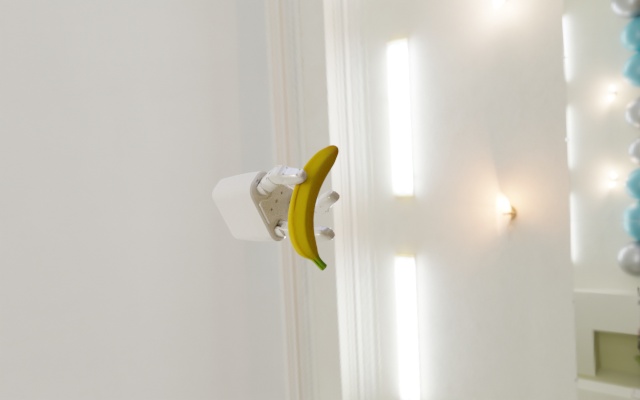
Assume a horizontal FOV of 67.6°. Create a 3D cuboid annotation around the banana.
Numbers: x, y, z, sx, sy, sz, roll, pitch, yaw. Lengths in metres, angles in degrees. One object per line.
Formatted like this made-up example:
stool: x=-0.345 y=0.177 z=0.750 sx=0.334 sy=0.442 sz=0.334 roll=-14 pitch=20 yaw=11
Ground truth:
banana: x=-0.013 y=0.000 z=0.711 sx=0.037 sy=0.197 sz=0.070 roll=-8 pitch=-22 yaw=45
